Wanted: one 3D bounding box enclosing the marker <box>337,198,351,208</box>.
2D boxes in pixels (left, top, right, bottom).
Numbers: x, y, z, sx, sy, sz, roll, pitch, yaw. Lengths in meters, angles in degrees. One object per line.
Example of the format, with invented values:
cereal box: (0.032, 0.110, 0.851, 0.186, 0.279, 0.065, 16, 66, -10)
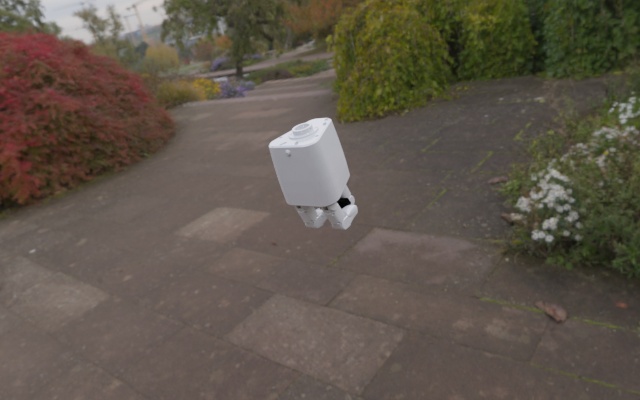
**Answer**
marker: (0.000, 0.003, 0.843, 0.121, 0.020, 0.020, 3, 1, 35)
